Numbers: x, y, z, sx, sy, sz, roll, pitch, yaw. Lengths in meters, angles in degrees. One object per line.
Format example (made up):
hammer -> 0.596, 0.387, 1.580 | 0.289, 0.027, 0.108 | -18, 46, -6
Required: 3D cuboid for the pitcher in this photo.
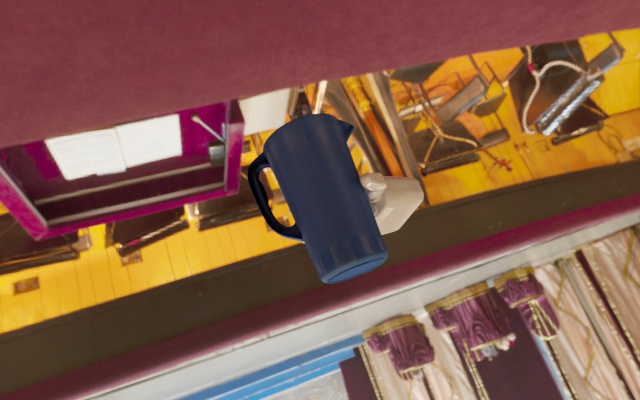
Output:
pitcher -> 0.000, 0.002, 0.739 | 0.145, 0.242, 0.149 | -4, -25, -43
